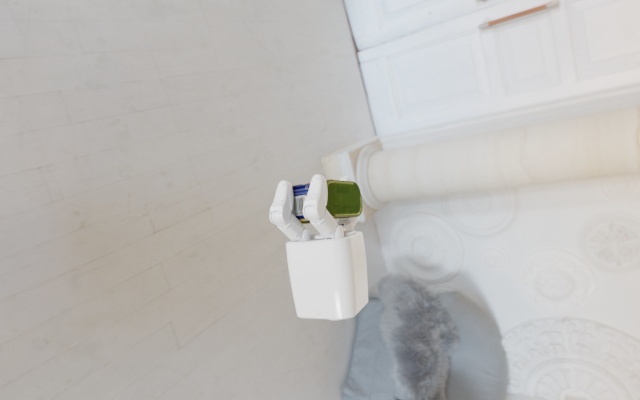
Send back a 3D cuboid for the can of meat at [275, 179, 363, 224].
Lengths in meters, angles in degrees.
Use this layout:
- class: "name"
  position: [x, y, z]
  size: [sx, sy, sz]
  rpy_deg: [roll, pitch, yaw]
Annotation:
- class: "can of meat"
  position: [0.000, 0.002, 0.680]
  size: [0.084, 0.057, 0.102]
  rpy_deg: [-7, -4, 34]
